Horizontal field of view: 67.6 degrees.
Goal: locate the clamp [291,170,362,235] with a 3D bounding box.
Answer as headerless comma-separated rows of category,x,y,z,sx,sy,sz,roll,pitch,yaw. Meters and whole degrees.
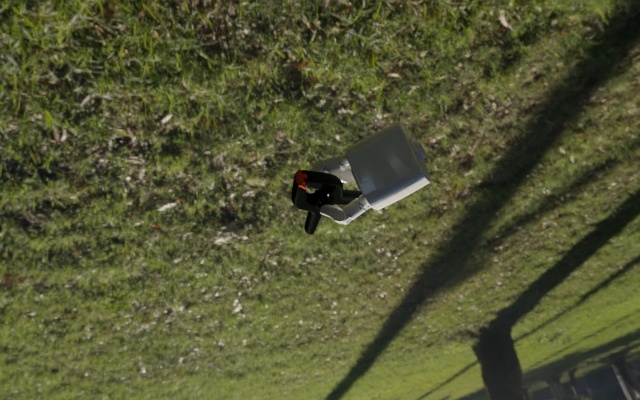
clamp,0.000,0.003,0.870,0.164,0.036,0.210,-30,-30,20
